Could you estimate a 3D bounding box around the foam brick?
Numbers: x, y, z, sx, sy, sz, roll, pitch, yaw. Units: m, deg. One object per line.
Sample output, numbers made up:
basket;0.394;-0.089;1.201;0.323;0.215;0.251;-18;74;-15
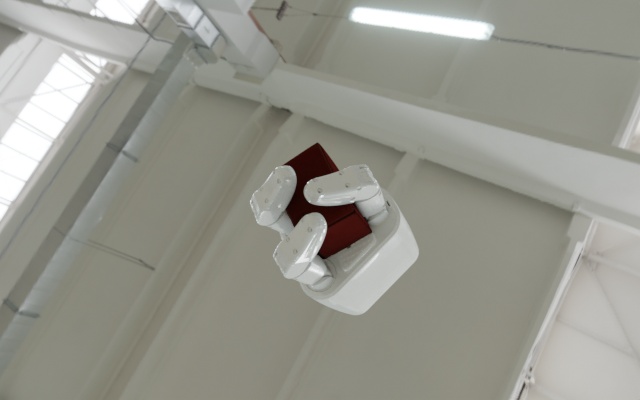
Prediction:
foam brick;0.000;0.001;0.418;0.053;0.078;0.051;-31;-31;9
